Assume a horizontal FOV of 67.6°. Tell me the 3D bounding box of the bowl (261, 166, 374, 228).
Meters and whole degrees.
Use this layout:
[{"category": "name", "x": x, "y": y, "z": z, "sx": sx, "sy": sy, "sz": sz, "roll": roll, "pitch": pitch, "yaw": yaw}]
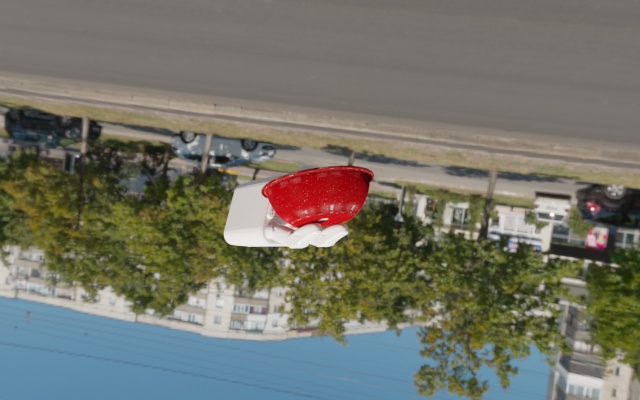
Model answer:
[{"category": "bowl", "x": 0.001, "y": 0.002, "z": 0.669, "sx": 0.162, "sy": 0.055, "sz": 0.162, "roll": -9, "pitch": -14, "yaw": -2}]
